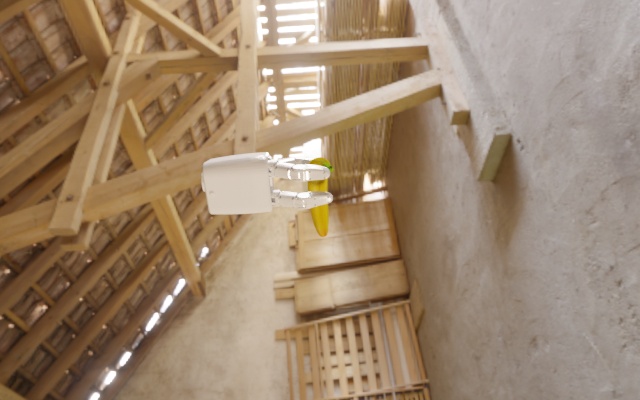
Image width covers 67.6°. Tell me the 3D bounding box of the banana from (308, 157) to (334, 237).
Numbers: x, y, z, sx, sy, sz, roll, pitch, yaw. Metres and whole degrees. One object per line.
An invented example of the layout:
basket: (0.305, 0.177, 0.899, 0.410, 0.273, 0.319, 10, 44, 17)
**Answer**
banana: (-0.003, -0.014, 0.854, 0.037, 0.069, 0.198, -6, -38, -6)
